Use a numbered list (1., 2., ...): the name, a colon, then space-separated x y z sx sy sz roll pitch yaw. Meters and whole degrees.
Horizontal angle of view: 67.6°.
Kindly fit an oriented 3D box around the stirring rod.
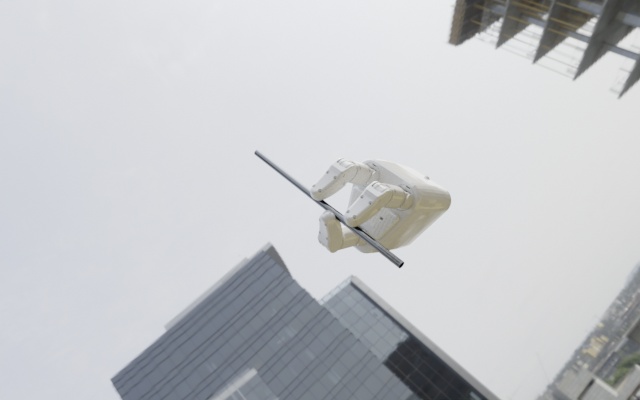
1. stirring rod: 0.000 0.002 0.537 0.239 0.011 0.011 38 22 32
